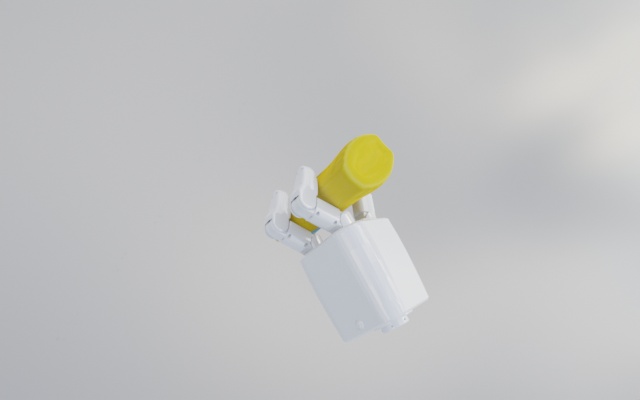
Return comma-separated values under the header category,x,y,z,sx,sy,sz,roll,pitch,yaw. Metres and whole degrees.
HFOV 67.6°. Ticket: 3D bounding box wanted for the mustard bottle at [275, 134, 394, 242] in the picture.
category,x,y,z,sx,sy,sz,roll,pitch,yaw
mustard bottle,0.000,0.001,0.570,0.192,0.058,0.096,-41,5,41
